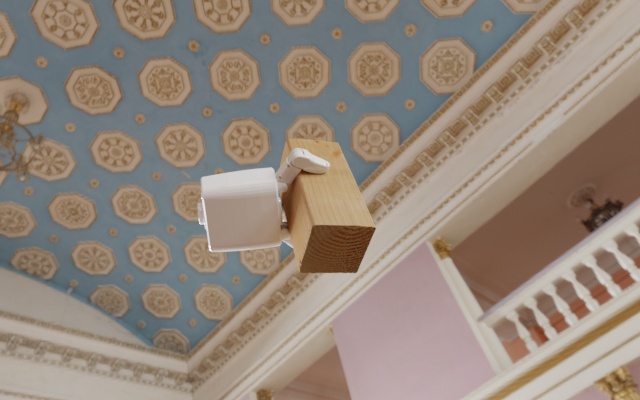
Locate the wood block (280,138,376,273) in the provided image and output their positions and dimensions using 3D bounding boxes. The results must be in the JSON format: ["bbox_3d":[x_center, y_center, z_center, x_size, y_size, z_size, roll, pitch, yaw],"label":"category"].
[{"bbox_3d":[0.000,0.002,0.712,0.090,0.091,0.206,3,39,-19],"label":"wood block"}]
